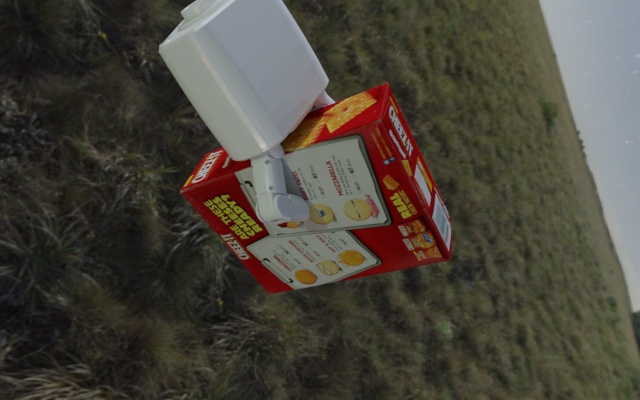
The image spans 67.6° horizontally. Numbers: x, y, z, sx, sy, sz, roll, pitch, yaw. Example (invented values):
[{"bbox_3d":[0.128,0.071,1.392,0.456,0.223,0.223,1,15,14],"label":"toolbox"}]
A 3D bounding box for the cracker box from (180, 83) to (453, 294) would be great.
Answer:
[{"bbox_3d":[0.000,0.002,0.471,0.214,0.164,0.072,-16,35,28],"label":"cracker box"}]
